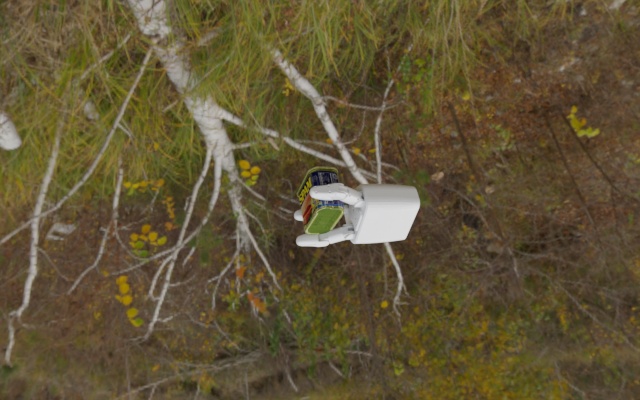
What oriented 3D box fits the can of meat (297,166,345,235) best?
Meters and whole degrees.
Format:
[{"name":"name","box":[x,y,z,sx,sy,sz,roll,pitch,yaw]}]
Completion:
[{"name":"can of meat","box":[0.000,0.003,0.850,0.057,0.084,0.102,2,-32,-21]}]
